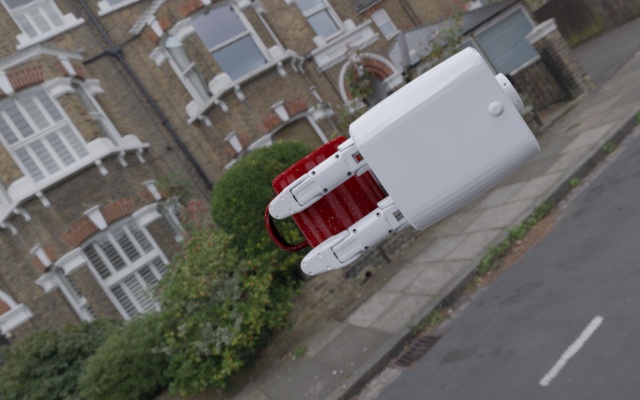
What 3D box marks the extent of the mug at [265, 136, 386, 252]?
[{"bbox_3d":[-0.001,0.002,0.442,0.117,0.081,0.093,-33,2,16],"label":"mug"}]
